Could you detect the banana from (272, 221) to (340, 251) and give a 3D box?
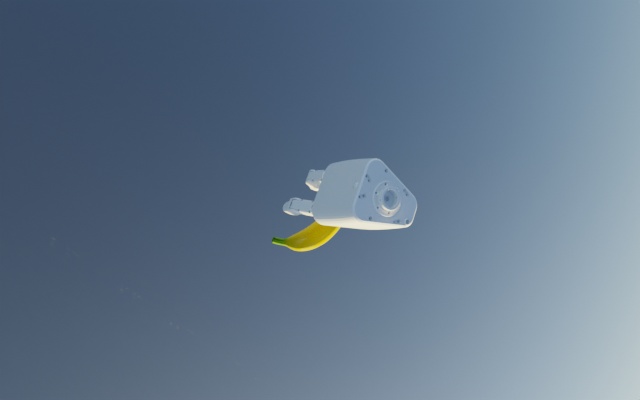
[{"bbox_3d":[0.011,0.018,0.789,0.197,0.069,0.037,-46,4,-18],"label":"banana"}]
